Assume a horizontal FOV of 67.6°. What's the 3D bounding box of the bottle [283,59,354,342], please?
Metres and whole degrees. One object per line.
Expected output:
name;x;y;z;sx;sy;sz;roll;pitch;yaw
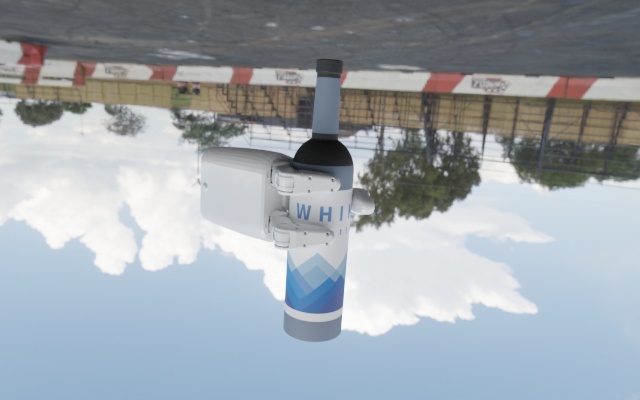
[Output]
bottle;0.000;0.002;0.514;0.069;0.296;0.069;4;12;-1
